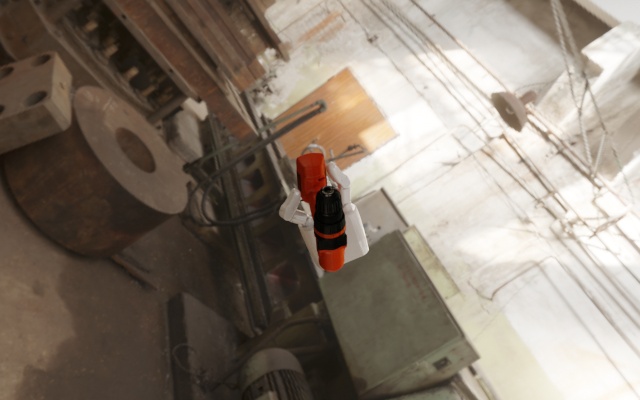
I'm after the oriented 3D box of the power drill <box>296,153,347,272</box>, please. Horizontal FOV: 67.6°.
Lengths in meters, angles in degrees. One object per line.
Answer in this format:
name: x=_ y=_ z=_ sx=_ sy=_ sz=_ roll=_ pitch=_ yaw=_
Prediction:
power drill: x=0.000 y=0.003 z=0.822 sx=0.057 sy=0.185 sz=0.187 roll=-8 pitch=45 yaw=-7
